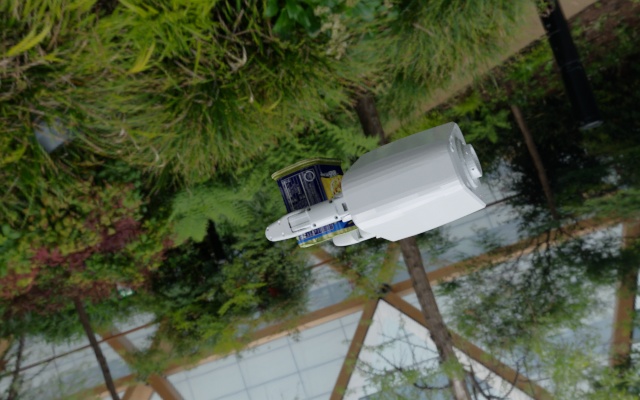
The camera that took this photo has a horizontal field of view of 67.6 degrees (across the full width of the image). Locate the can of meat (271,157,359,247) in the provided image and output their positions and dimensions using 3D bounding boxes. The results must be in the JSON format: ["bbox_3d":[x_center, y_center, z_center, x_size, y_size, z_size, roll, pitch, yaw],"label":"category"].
[{"bbox_3d":[0.000,0.002,0.527,0.057,0.084,0.102,-21,-5,22],"label":"can of meat"}]
